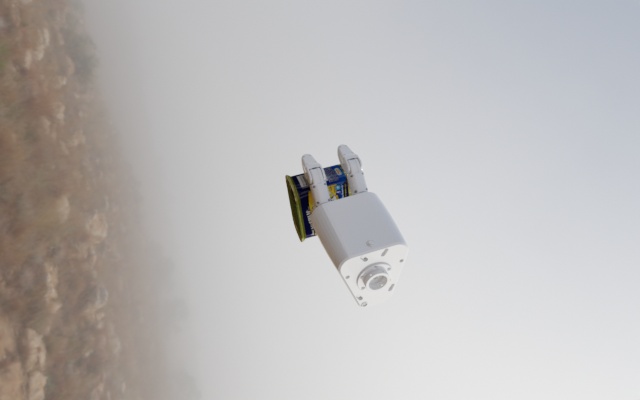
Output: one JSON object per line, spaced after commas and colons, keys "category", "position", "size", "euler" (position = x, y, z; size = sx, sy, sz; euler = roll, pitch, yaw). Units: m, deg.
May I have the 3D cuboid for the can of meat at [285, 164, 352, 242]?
{"category": "can of meat", "position": [0.000, 0.002, 0.699], "size": [0.084, 0.102, 0.057], "euler": [-15, 36, -10]}
